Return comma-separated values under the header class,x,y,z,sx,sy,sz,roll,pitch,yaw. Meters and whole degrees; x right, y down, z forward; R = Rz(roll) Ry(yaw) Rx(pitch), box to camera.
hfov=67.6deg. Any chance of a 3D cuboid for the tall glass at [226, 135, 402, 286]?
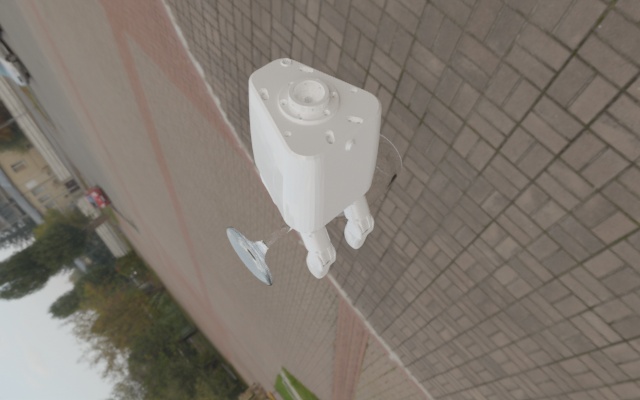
class,x,y,z,sx,sy,sz,roll,pitch,yaw
tall glass,0.000,0.002,0.523,0.201,0.079,0.079,-37,16,-23
